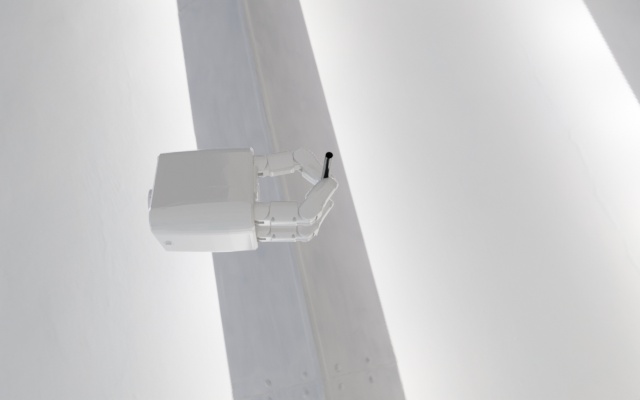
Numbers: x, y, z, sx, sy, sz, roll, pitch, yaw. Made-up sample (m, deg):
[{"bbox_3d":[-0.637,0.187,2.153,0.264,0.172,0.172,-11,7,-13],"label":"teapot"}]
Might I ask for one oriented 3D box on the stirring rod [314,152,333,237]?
[{"bbox_3d":[0.000,0.002,0.587,0.011,0.011,0.240,0,-23,-4],"label":"stirring rod"}]
